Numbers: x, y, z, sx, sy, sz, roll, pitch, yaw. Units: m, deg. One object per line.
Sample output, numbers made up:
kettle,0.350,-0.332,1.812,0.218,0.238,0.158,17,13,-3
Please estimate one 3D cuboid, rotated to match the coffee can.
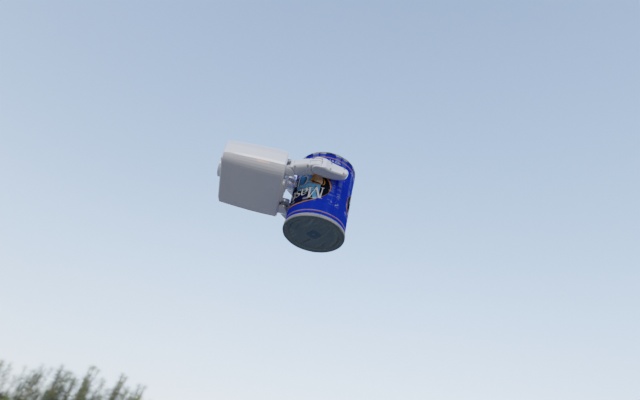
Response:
coffee can,0.000,0.003,0.812,0.103,0.140,0.103,8,-38,6
